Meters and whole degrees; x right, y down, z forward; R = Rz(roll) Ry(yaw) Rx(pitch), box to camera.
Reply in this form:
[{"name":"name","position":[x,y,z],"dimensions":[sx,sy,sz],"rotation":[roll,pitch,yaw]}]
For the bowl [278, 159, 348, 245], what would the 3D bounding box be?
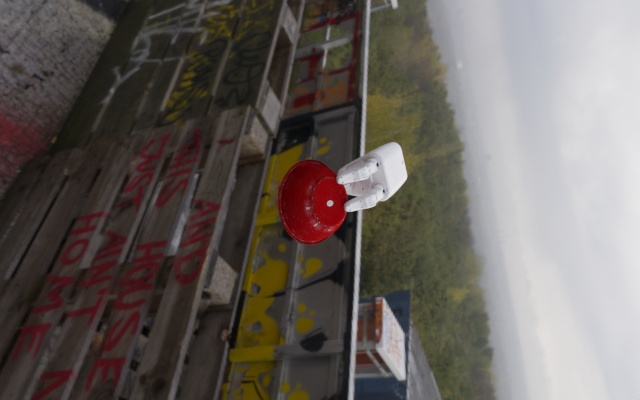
[{"name":"bowl","position":[0.000,0.004,0.882],"dimensions":[0.162,0.162,0.055],"rotation":[0,0,-43]}]
